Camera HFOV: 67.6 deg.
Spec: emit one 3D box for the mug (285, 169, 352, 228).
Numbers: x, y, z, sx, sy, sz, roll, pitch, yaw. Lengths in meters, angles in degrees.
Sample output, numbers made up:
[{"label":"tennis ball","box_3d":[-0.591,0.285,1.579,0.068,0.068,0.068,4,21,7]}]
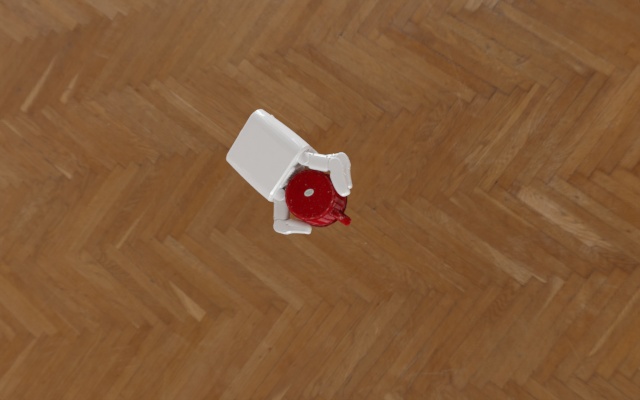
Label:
[{"label":"mug","box_3d":[0.001,0.003,0.769,0.117,0.093,0.081,40,4,14]}]
